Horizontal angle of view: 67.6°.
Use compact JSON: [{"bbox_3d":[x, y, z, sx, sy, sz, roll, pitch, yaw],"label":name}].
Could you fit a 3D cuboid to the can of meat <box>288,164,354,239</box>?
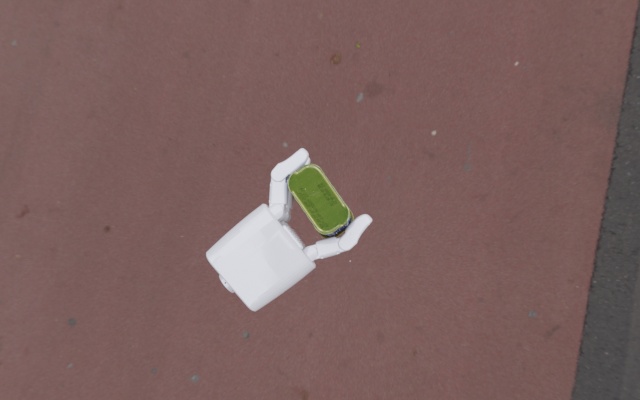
[{"bbox_3d":[0.000,0.002,0.663,0.057,0.102,0.084,-35,-8,0],"label":"can of meat"}]
